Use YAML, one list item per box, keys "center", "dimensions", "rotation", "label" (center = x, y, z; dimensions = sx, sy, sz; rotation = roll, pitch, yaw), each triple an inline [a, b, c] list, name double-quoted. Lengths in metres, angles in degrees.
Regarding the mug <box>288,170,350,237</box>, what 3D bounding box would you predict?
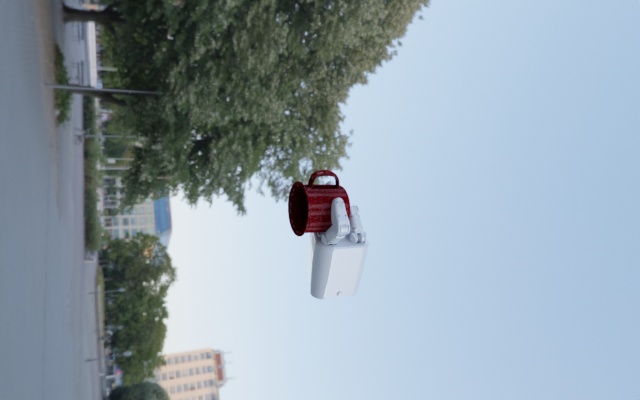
- center: [0.001, 0.001, 0.810]
  dimensions: [0.081, 0.117, 0.093]
  rotation: [-1, 25, -25]
  label: "mug"
